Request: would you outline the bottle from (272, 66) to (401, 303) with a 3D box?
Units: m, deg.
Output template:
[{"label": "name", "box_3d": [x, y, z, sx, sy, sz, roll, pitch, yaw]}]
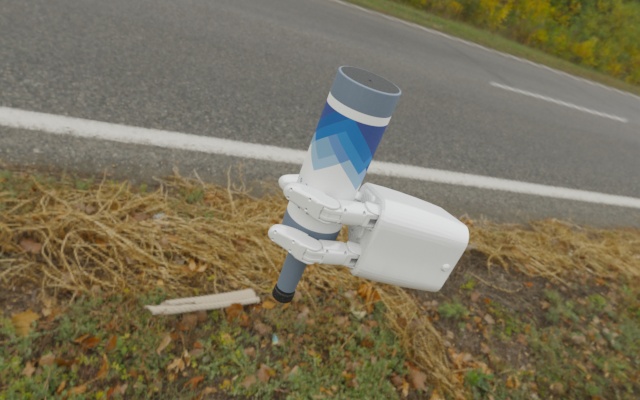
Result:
[{"label": "bottle", "box_3d": [0.000, 0.002, 0.537, 0.069, 0.296, 0.069, 17, 29, -10]}]
